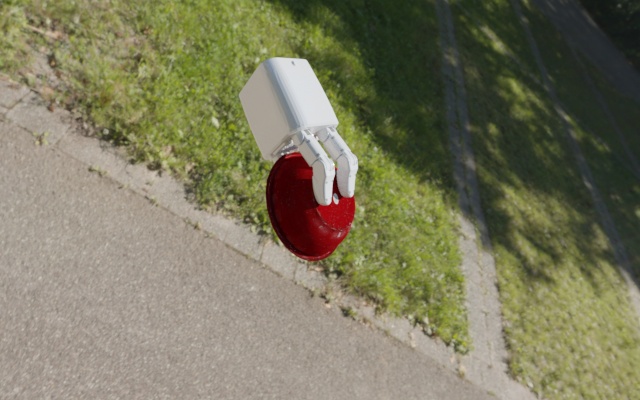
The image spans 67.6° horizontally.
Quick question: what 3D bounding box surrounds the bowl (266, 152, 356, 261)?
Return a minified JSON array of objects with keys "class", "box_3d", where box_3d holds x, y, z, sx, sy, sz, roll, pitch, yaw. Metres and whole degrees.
[{"class":"bowl","box_3d":[0.001,0.003,0.673,0.055,0.162,0.162,-16,-11,39]}]
